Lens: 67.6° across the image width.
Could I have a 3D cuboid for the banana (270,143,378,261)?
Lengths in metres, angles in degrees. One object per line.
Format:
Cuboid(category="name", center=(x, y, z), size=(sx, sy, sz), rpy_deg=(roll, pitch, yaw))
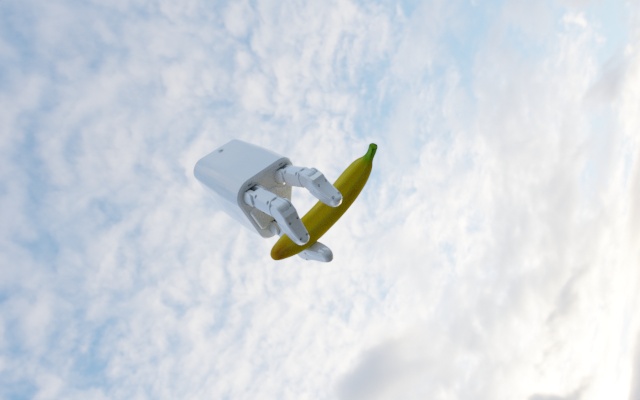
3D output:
Cuboid(category="banana", center=(0.007, 0.008, 0.630), size=(0.037, 0.198, 0.070), rpy_deg=(35, -12, 28))
